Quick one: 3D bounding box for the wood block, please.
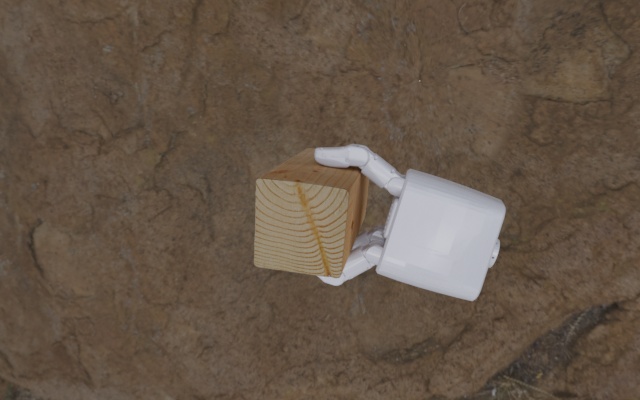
[{"bbox_3d":[0.000,0.002,0.545,0.090,0.091,0.206,7,15,10],"label":"wood block"}]
